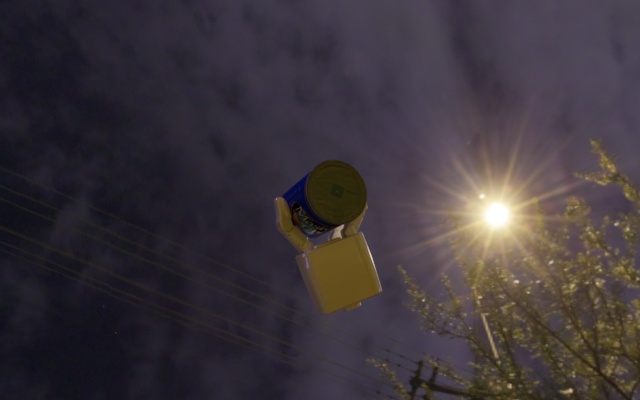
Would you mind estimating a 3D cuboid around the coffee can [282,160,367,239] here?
[{"bbox_3d":[0.000,0.002,0.796,0.103,0.102,0.140,0,-14,-23],"label":"coffee can"}]
